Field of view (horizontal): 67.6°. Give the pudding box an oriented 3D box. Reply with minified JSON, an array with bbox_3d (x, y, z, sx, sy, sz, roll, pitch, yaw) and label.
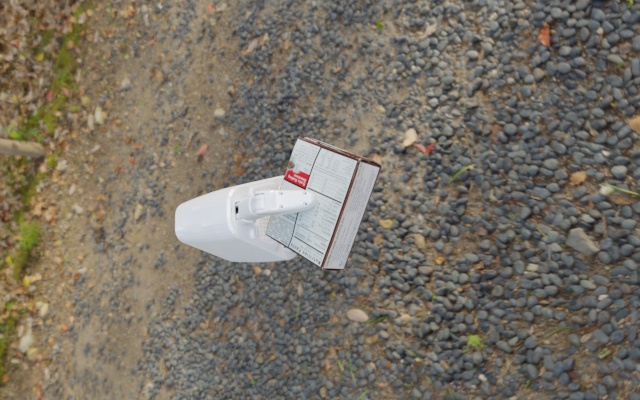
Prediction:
[{"bbox_3d":[0.000,0.002,0.474,0.090,0.113,0.039,26,12,40],"label":"pudding box"}]
